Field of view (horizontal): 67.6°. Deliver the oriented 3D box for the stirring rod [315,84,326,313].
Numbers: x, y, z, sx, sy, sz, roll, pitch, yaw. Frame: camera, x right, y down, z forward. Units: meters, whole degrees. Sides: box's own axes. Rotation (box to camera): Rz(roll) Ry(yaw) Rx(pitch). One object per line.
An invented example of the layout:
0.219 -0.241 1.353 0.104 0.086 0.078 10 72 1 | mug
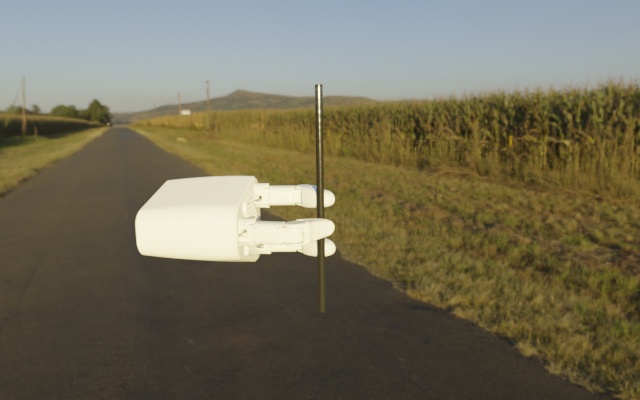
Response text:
0.000 0.002 0.501 0.011 0.239 0.011 -1 9 0 | stirring rod
